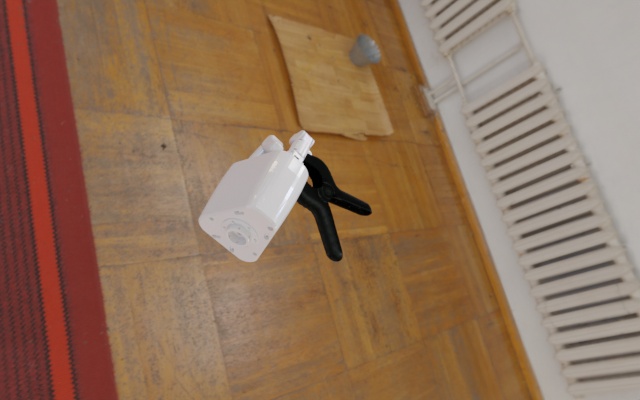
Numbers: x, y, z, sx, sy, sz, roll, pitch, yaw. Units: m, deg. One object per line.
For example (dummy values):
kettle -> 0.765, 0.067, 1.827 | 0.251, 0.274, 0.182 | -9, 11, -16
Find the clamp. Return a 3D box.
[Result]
clamp -> 0.000, 0.002, 0.687 | 0.171, 0.120, 0.039 | 42, -45, -18
